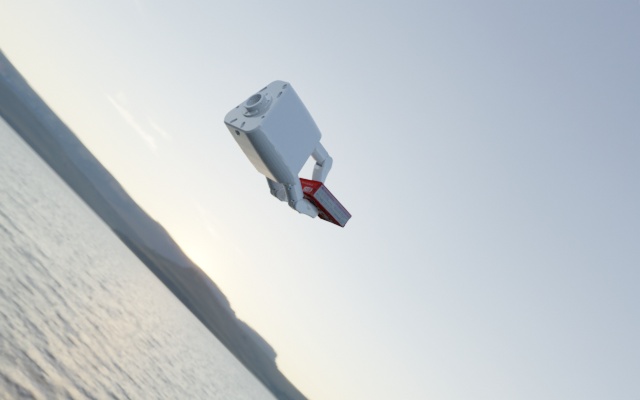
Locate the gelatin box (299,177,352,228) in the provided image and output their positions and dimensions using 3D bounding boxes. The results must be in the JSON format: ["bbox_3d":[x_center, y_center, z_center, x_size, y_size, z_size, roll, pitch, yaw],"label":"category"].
[{"bbox_3d":[0.001,0.002,0.791,0.089,0.030,0.073,46,-15,-30],"label":"gelatin box"}]
